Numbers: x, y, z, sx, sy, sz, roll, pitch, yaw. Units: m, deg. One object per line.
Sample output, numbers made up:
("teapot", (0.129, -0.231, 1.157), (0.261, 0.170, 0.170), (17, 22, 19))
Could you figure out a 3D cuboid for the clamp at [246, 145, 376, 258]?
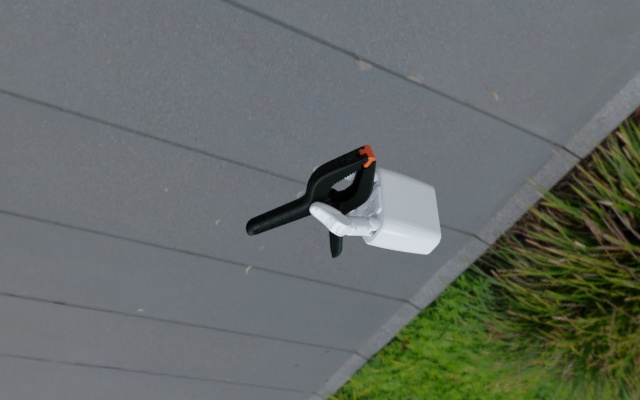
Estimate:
("clamp", (0.001, 0.002, 0.673), (0.164, 0.036, 0.210), (12, -49, -26))
